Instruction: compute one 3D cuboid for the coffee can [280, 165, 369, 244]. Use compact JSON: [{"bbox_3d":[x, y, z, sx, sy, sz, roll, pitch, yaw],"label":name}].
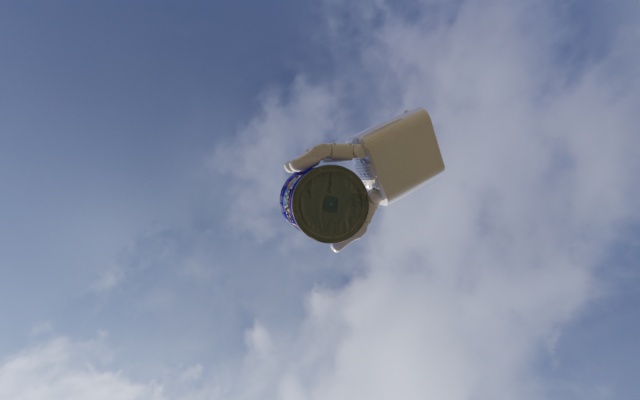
[{"bbox_3d":[0.000,0.002,0.682,0.103,0.103,0.140,0,2,-12],"label":"coffee can"}]
